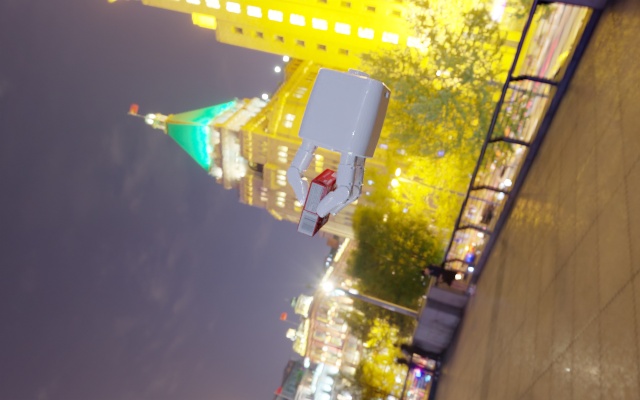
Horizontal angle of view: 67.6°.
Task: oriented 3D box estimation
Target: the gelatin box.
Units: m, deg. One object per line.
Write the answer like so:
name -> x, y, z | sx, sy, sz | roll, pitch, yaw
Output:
gelatin box -> 0.000, 0.003, 0.732 | 0.030, 0.089, 0.073 | 22, 22, 12
